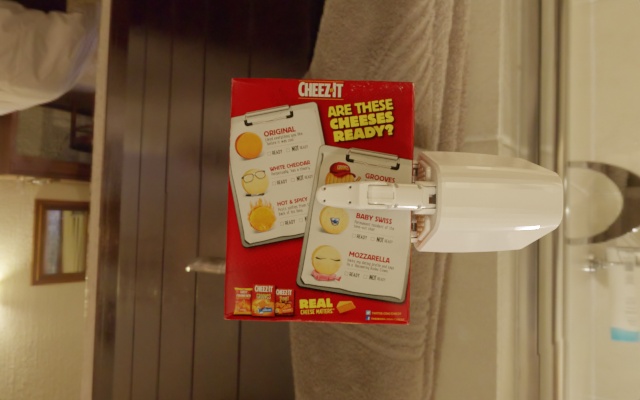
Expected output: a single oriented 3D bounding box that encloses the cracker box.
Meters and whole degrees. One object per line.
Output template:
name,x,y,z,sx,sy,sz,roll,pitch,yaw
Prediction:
cracker box,0.000,0.002,0.445,0.164,0.213,0.072,1,-2,0
